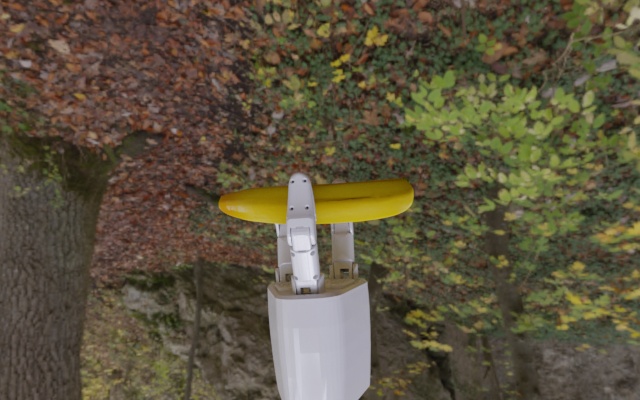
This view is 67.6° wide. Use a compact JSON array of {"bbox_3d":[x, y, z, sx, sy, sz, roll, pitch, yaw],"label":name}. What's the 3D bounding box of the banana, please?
[{"bbox_3d":[0.009,0.002,0.439,0.198,0.037,0.069,-5,3,-19],"label":"banana"}]
